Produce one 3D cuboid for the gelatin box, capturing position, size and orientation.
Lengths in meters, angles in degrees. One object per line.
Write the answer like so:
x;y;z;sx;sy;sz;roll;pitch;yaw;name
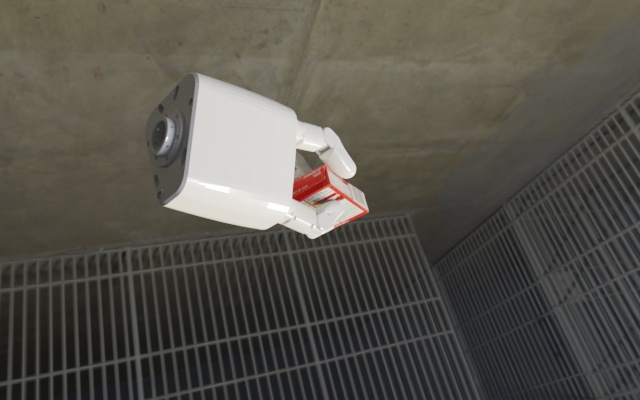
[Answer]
0.000;0.002;0.535;0.073;0.030;0.089;-27;-34;24;gelatin box
